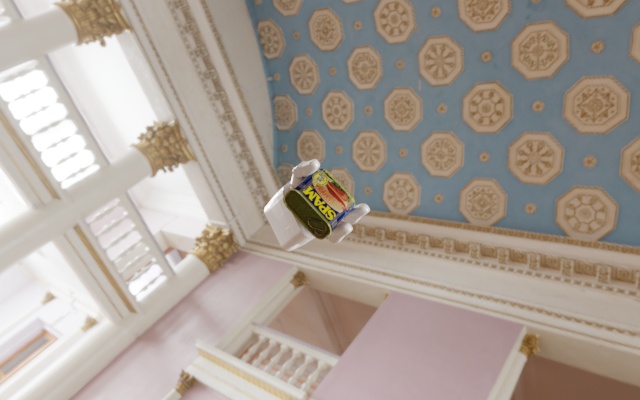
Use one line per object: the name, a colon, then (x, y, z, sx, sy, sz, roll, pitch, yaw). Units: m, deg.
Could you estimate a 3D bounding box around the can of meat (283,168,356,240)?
can of meat: (0.000, 0.002, 0.838, 0.084, 0.102, 0.057, -43, 0, -37)
